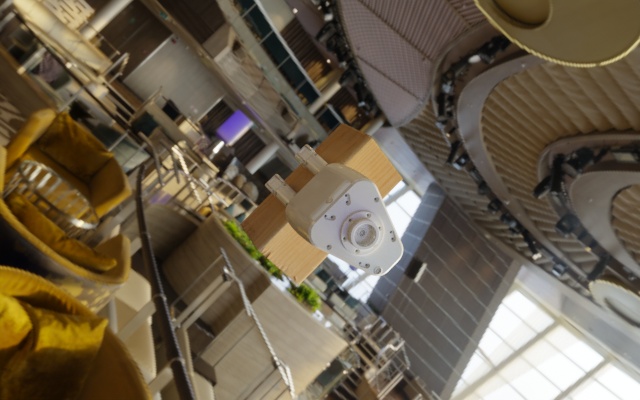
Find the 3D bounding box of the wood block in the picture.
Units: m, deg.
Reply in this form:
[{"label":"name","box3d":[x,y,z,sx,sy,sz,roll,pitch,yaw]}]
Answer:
[{"label":"wood block","box3d":[0.001,0.002,0.668,0.091,0.206,0.090,47,-4,-32]}]
